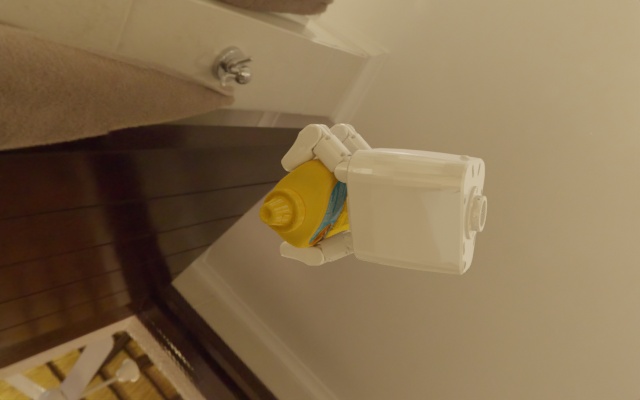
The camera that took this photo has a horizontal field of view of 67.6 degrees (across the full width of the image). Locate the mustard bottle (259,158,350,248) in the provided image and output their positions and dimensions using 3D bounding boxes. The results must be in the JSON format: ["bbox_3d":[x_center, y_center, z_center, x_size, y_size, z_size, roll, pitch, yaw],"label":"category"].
[{"bbox_3d":[0.000,0.001,0.502,0.058,0.096,0.191,34,22,21],"label":"mustard bottle"}]
